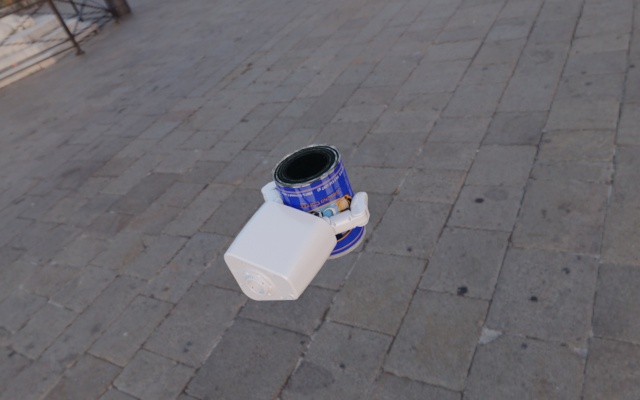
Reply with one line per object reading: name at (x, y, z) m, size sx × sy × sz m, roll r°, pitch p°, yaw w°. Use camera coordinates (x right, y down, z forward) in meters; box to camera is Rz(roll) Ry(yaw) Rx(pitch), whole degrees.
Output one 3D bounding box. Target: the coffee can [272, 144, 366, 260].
coffee can at (0.000, 0.002, 0.707) m, size 0.103 × 0.140 × 0.102 m, roll -14°, pitch 35°, yaw 10°
